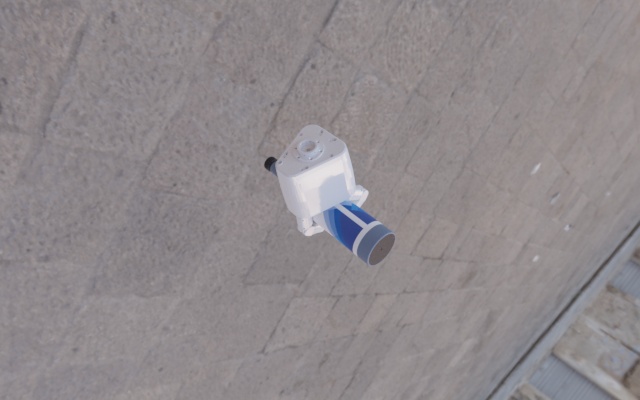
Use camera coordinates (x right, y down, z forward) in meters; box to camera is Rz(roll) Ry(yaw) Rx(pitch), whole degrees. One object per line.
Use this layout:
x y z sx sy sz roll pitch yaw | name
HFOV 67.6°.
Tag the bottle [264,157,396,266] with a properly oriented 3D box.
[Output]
0.000 0.003 0.843 0.295 0.069 0.069 38 22 32 | bottle
